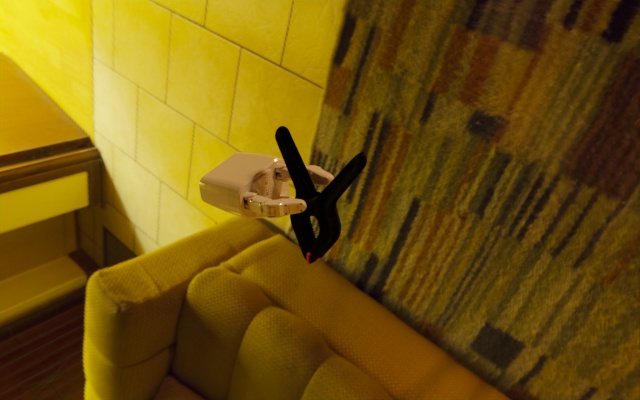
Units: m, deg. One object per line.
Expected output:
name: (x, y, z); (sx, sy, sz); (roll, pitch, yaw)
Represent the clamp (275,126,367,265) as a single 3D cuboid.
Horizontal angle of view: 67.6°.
clamp: (-0.001, 0.003, 0.704); (0.164, 0.210, 0.036); (16, 28, 40)
